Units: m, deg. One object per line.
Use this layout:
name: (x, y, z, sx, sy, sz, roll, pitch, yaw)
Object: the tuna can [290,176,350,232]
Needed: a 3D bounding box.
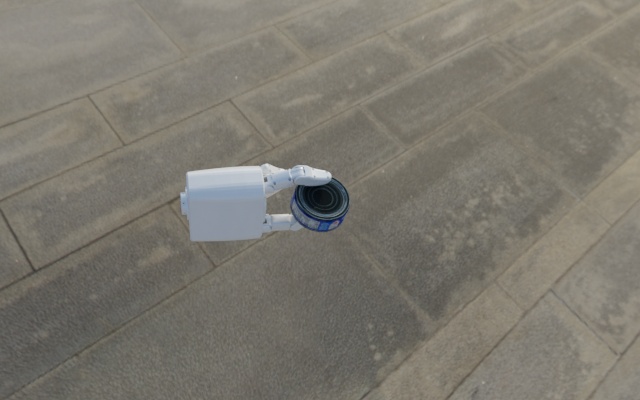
tuna can: (0.000, 0.002, 0.710, 0.086, 0.086, 0.034, 0, -34, -17)
